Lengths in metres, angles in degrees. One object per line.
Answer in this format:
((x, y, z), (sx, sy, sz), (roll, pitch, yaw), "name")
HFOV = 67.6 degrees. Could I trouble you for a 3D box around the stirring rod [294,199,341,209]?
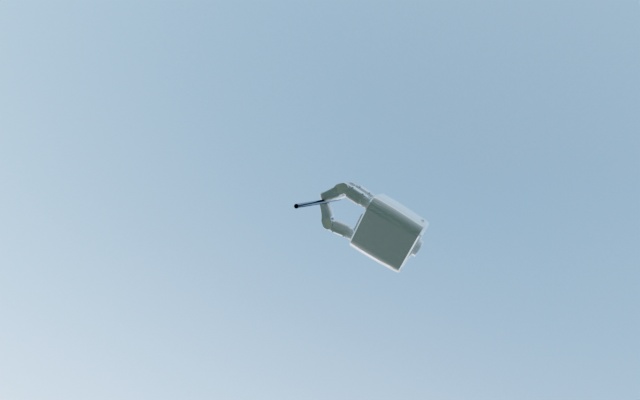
((0.000, 0.003, 0.866), (0.011, 0.011, 0.239), (0, 3, 19), "stirring rod")
